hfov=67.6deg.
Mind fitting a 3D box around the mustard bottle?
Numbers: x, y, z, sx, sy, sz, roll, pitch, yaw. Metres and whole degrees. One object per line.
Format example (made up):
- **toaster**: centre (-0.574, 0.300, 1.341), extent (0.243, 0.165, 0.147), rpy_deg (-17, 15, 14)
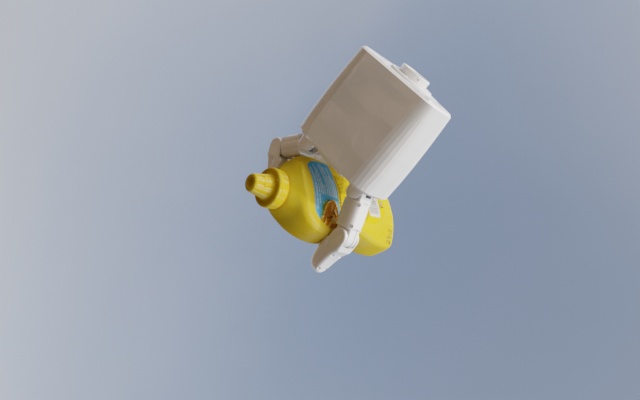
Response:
- **mustard bottle**: centre (0.000, 0.002, 0.521), extent (0.058, 0.096, 0.192), rpy_deg (-29, -31, 36)
